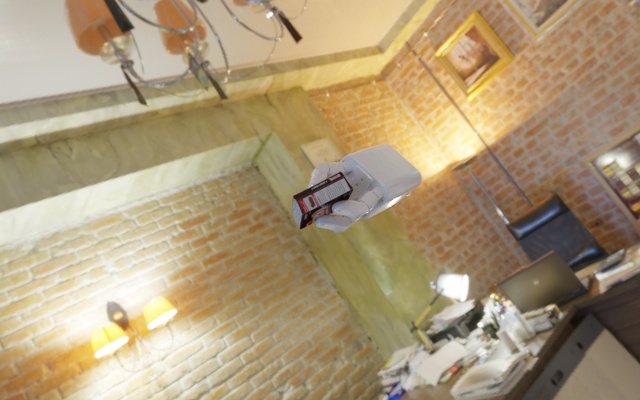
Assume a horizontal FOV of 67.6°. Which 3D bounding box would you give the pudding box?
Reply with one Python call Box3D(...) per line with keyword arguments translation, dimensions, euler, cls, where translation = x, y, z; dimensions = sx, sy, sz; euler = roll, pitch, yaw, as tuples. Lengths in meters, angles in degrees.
Box3D(translation=(0.000, 0.002, 0.773), dimensions=(0.090, 0.039, 0.113), euler=(-28, -13, -11), cls="pudding box")
